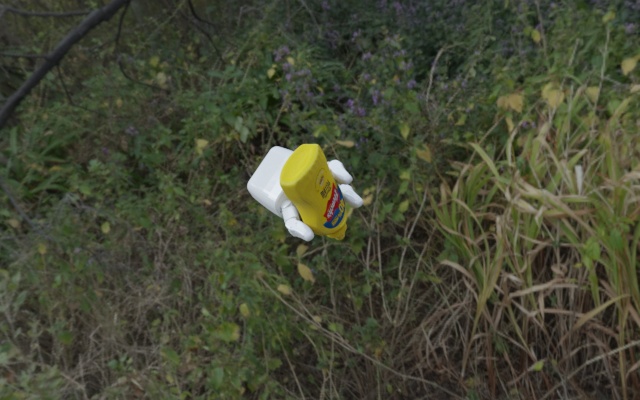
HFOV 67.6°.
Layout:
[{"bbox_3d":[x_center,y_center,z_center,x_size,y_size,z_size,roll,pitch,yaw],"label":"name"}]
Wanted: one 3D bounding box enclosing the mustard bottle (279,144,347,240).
[{"bbox_3d":[0.000,0.003,0.814,0.058,0.096,0.192,2,-40,31],"label":"mustard bottle"}]
